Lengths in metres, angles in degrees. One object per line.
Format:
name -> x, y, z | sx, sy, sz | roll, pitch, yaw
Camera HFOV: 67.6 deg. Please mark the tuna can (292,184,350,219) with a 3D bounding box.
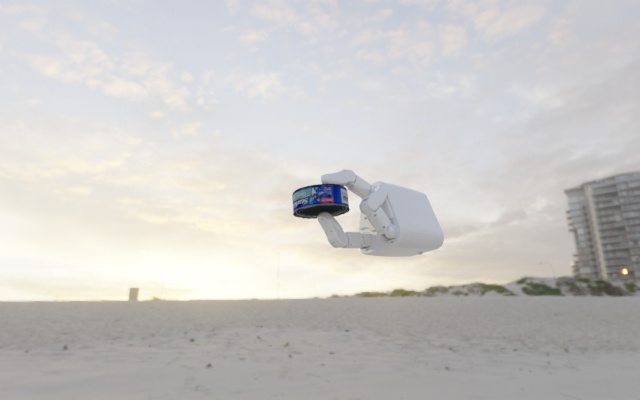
tuna can -> 0.000, 0.002, 0.717 | 0.086, 0.033, 0.086 | -5, -14, -1
